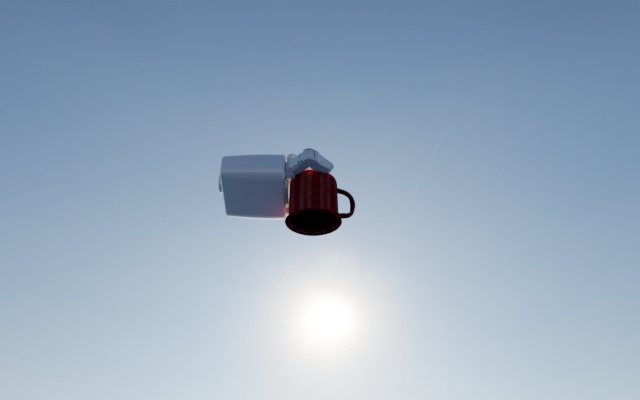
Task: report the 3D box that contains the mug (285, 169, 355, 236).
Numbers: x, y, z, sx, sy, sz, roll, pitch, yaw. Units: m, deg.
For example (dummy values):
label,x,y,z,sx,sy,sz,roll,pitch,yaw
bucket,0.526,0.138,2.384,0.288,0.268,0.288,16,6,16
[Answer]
label,x,y,z,sx,sy,sz,roll,pitch,yaw
mug,0.002,0.002,0.798,0.117,0.081,0.093,2,-32,-4
